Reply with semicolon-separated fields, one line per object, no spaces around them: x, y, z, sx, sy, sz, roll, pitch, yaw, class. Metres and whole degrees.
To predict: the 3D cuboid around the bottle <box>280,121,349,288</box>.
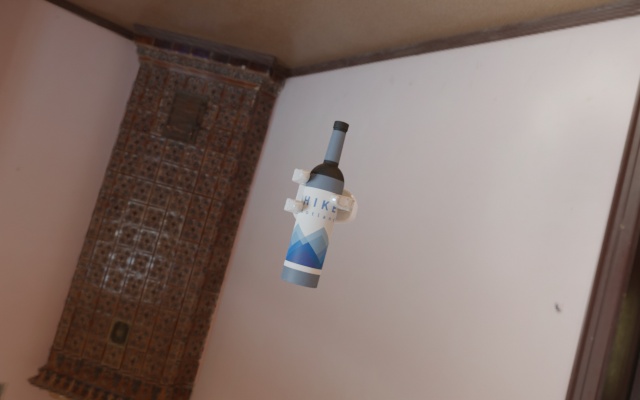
0.000;0.003;0.845;0.069;0.295;0.069;15;-4;1;bottle
